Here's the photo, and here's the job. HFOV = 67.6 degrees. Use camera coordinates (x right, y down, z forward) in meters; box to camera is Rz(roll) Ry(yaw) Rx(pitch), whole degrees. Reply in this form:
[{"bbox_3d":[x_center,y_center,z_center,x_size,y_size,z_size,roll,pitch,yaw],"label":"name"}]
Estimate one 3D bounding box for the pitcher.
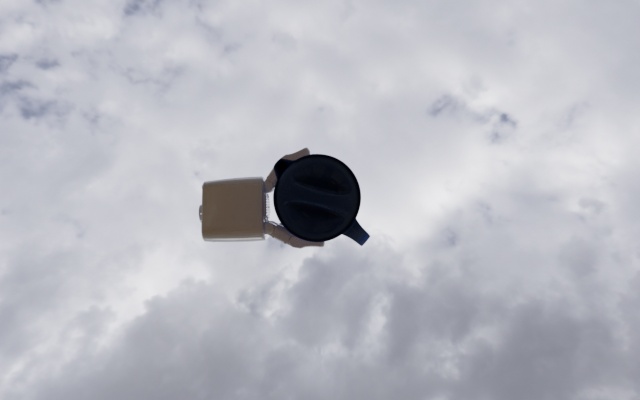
[{"bbox_3d":[0.000,0.003,0.832,0.145,0.149,0.243,-5,1,-1],"label":"pitcher"}]
